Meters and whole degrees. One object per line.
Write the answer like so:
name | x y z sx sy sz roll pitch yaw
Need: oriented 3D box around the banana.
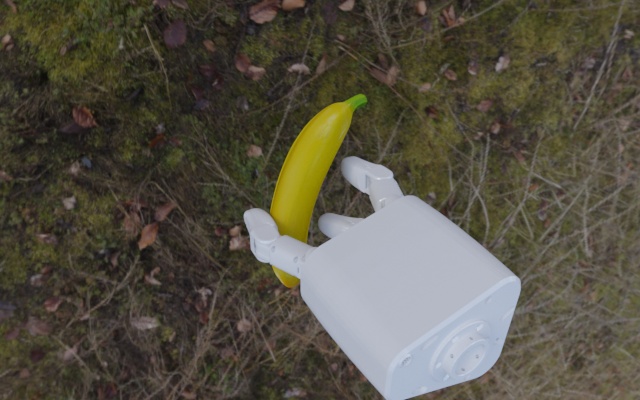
banana | -0.012 -0.003 0.425 0.069 0.198 0.037 7 22 -44
